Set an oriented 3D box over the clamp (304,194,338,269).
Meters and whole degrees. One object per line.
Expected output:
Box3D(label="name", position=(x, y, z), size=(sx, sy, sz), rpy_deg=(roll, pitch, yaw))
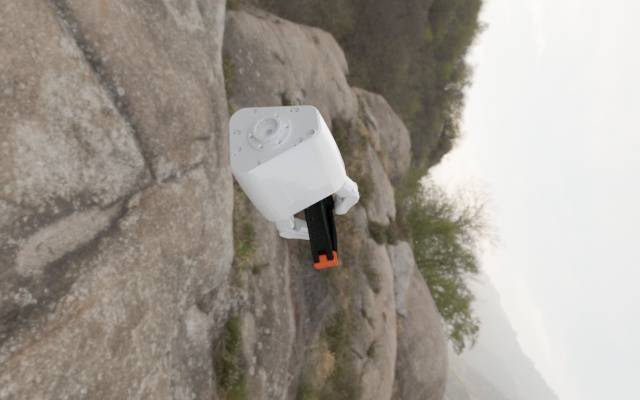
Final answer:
Box3D(label="clamp", position=(0.001, 0.002, 0.659), size=(0.036, 0.209, 0.165), rpy_deg=(-13, -31, 9))
